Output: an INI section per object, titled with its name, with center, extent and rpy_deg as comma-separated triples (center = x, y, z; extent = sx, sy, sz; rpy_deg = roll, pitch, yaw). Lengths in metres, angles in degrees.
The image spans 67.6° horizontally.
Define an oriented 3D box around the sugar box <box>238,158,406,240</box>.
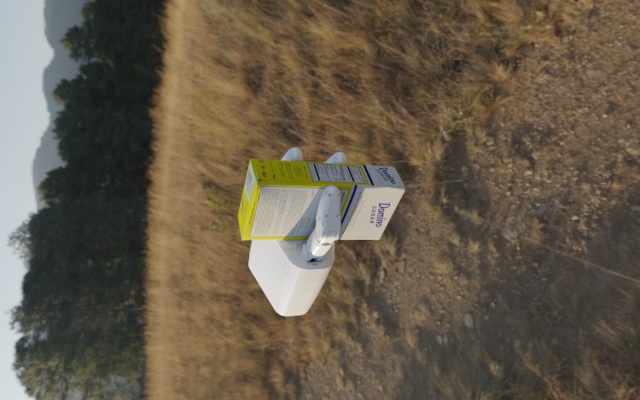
[sugar box]
center = 0.000, 0.002, 0.555
extent = 0.176, 0.093, 0.048
rpy_deg = 0, 44, -23
